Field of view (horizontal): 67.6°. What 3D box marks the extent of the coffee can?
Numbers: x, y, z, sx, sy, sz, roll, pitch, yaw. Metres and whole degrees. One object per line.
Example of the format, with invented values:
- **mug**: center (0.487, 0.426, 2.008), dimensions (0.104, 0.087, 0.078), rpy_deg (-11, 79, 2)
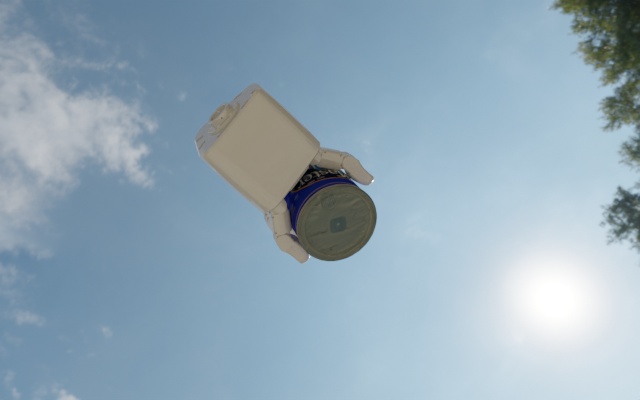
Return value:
- **coffee can**: center (0.000, 0.002, 0.637), dimensions (0.103, 0.103, 0.140), rpy_deg (0, 23, -20)
